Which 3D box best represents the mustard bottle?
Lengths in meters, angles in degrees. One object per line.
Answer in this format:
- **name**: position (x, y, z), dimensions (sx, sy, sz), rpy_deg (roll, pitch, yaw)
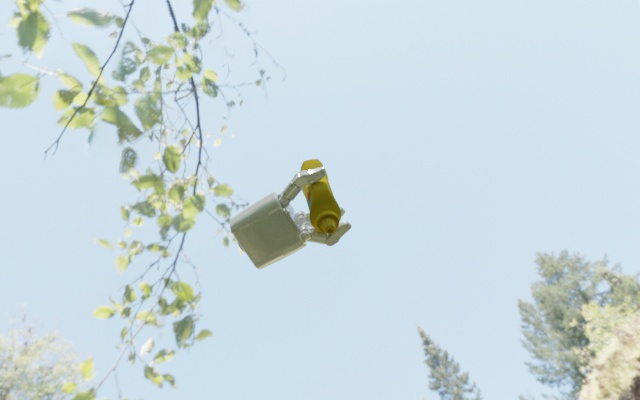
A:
- **mustard bottle**: position (0.000, 0.003, 0.894), dimensions (0.058, 0.096, 0.191), rpy_deg (-9, 31, -5)
